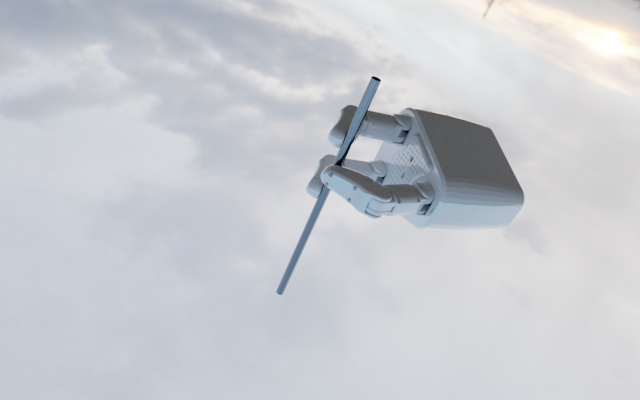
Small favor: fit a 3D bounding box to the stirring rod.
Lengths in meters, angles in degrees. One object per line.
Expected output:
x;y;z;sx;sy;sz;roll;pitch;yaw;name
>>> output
0.000;0.001;0.420;0.011;0.240;0.011;17;34;-12;stirring rod
